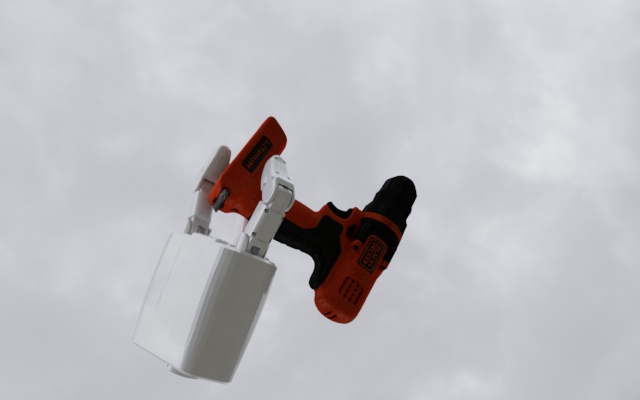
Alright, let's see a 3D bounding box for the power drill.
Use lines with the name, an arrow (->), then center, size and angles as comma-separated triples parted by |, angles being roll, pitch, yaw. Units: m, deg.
power drill -> 0.000, 0.002, 0.483 | 0.187, 0.184, 0.057 | 37, -33, -5
